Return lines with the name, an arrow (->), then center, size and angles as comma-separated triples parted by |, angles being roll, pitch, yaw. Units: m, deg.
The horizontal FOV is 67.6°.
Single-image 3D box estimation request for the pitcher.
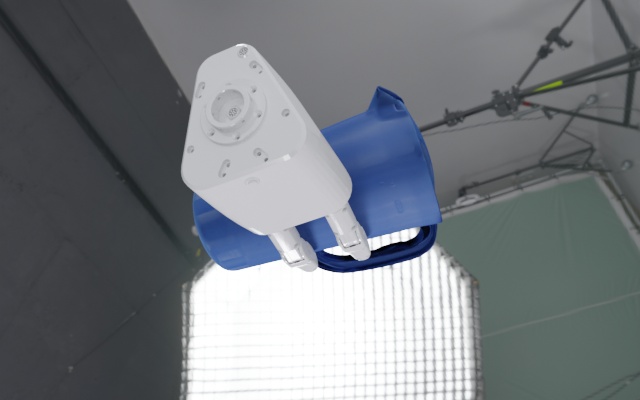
pitcher -> 0.000, 0.002, 0.506 | 0.243, 0.149, 0.145 | -18, -21, 12
